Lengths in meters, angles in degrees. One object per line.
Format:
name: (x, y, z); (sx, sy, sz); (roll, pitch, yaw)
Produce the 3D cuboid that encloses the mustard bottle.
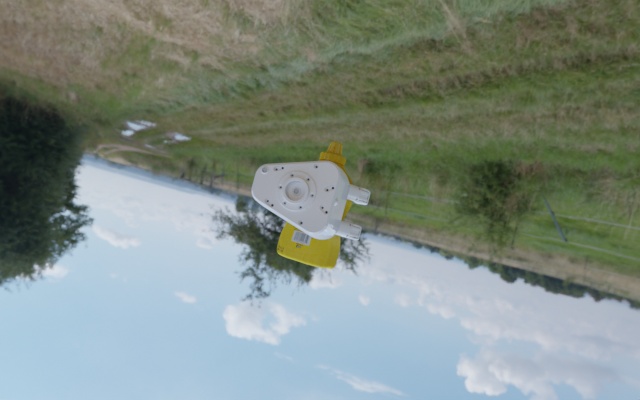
mustard bottle: (0.000, 0.003, 0.738); (0.096, 0.191, 0.058); (13, -4, 33)
